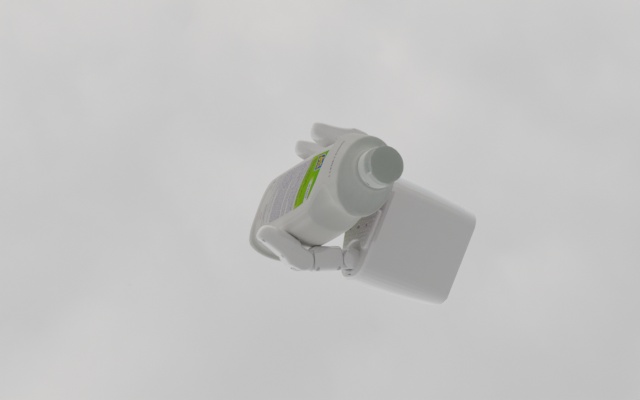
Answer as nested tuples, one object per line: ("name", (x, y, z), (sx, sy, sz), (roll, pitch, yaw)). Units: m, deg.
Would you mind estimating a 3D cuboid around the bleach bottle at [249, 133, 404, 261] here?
("bleach bottle", (0.000, 0.001, 0.461), (0.068, 0.102, 0.251), (22, -17, -17))
